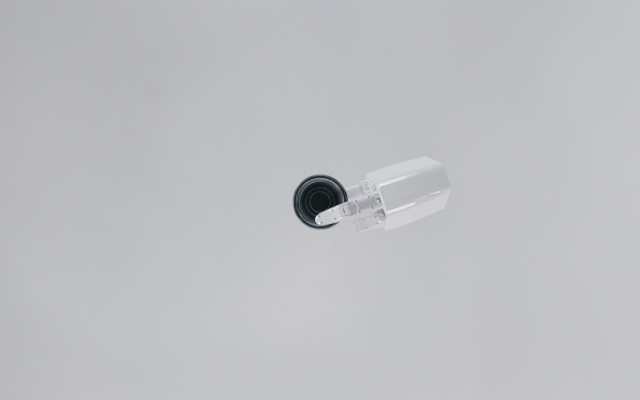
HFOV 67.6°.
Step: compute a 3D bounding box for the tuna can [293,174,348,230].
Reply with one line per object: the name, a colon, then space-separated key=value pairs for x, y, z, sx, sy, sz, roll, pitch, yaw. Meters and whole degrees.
tuna can: x=0.000 y=0.002 z=0.736 sx=0.086 sy=0.086 sz=0.034 roll=0 pitch=0 yaw=3
